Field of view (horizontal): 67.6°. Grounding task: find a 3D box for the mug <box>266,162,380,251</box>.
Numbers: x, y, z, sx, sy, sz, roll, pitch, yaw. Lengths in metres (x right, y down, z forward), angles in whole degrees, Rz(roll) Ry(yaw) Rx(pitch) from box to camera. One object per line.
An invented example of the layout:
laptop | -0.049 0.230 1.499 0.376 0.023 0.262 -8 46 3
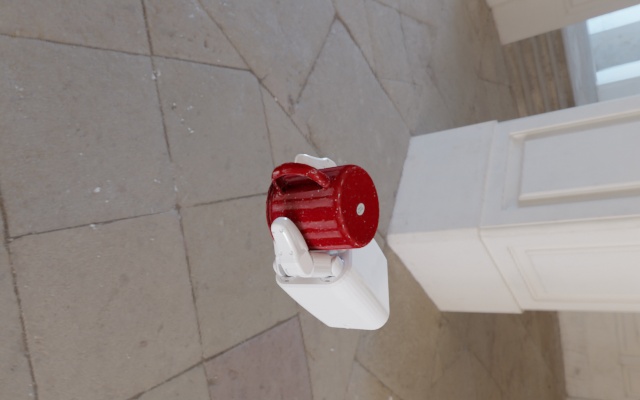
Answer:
mug | 0.000 0.001 0.468 0.081 0.093 0.117 -6 -41 35
